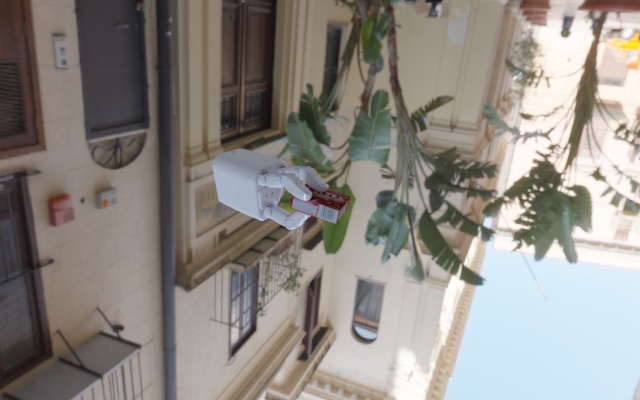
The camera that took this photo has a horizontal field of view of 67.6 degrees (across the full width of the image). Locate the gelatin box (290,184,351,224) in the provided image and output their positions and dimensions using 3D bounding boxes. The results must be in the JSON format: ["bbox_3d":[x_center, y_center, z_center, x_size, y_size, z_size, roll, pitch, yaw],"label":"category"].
[{"bbox_3d":[0.000,0.003,0.841,0.089,0.030,0.073,18,24,12],"label":"gelatin box"}]
